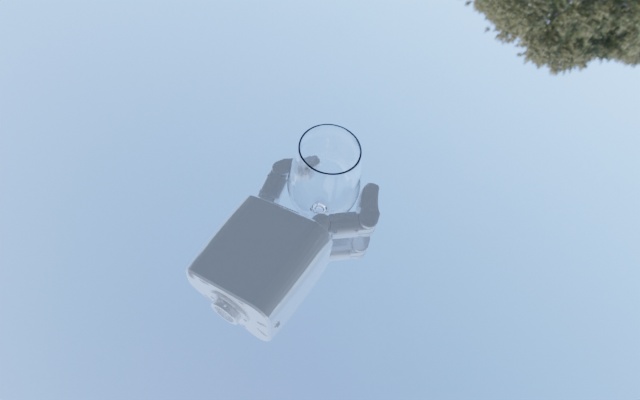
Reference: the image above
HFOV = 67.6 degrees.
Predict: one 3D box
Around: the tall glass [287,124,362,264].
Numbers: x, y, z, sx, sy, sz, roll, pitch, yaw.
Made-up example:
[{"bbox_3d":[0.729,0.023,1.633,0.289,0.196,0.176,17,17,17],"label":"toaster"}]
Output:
[{"bbox_3d":[0.000,0.002,0.541,0.079,0.079,0.201,0,-32,-6],"label":"tall glass"}]
